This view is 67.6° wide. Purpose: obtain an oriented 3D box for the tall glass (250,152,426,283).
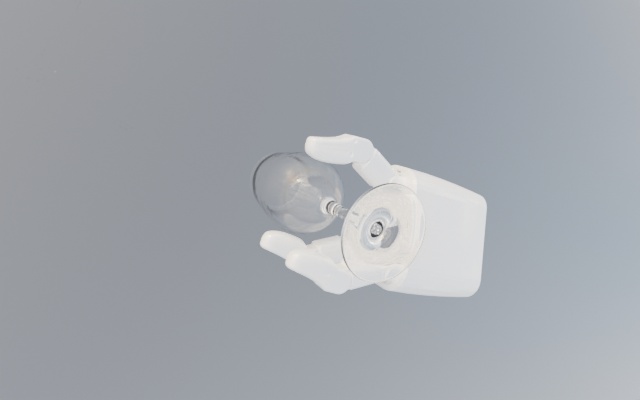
[{"bbox_3d":[0.000,0.001,0.426,0.079,0.079,0.201,0,13,-29],"label":"tall glass"}]
